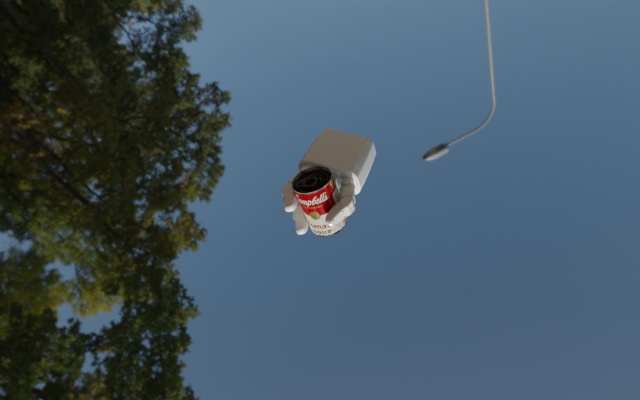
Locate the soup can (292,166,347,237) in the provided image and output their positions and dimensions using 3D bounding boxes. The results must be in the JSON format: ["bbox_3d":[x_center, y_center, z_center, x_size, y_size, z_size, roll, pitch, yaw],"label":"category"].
[{"bbox_3d":[0.000,0.003,0.803,0.068,0.102,0.068,-13,39,11],"label":"soup can"}]
